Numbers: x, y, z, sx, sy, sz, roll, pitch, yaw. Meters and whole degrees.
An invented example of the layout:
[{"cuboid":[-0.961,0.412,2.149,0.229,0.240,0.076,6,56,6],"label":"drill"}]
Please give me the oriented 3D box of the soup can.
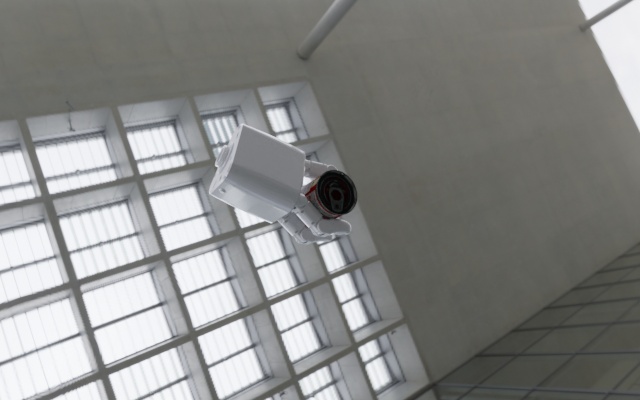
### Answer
[{"cuboid":[0.000,0.003,0.726,0.068,0.068,0.102,0,-17,-30],"label":"soup can"}]
